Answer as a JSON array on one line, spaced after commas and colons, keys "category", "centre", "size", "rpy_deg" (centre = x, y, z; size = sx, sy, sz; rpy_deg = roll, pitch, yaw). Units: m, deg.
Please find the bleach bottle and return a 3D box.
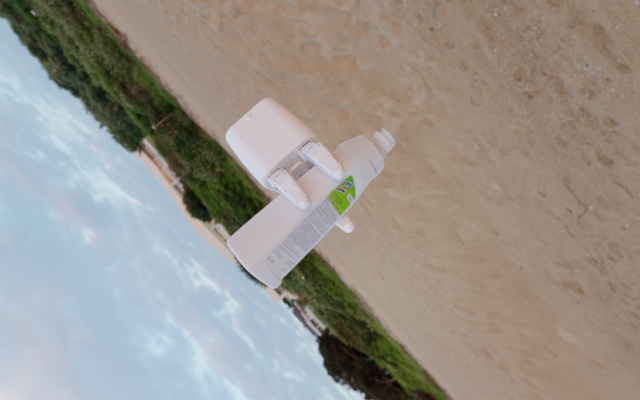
[{"category": "bleach bottle", "centre": [0.000, 0.002, 0.632], "size": [0.068, 0.251, 0.103], "rpy_deg": [46, -5, 31]}]
